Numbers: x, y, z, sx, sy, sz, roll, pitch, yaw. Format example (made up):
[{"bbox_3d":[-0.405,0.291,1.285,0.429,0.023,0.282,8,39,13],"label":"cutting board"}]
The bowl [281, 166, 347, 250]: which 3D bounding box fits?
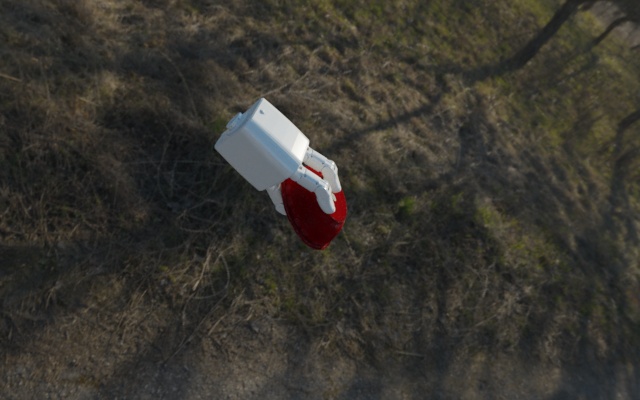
[{"bbox_3d":[0.001,0.003,0.840,0.055,0.162,0.162,-21,-10,27],"label":"bowl"}]
